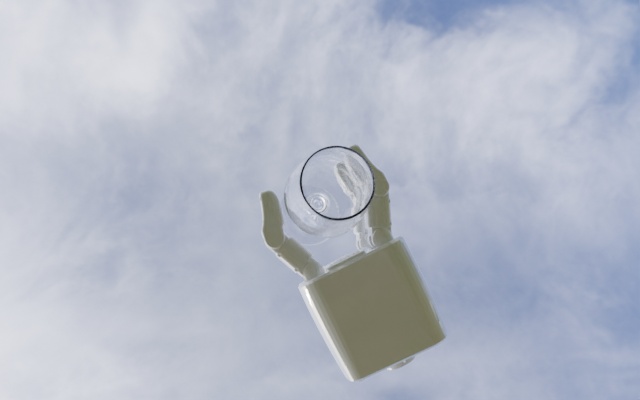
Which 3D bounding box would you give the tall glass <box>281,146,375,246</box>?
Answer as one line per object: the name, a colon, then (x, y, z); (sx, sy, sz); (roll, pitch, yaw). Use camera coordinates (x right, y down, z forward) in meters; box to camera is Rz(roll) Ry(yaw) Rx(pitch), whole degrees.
tall glass: (0.000, 0.002, 0.478); (0.079, 0.079, 0.201); (0, -9, -8)
